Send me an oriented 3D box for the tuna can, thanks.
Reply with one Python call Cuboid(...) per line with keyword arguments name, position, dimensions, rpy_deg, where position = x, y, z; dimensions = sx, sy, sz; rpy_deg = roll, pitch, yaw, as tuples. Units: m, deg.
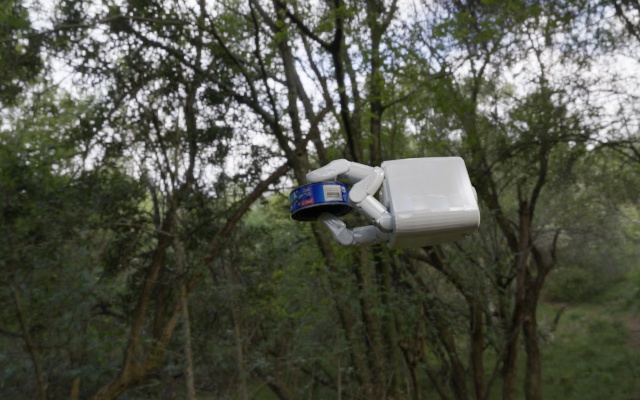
Cuboid(name="tuna can", position=(0.000, 0.002, 0.658), dimensions=(0.086, 0.033, 0.086), rpy_deg=(-7, -16, -2))
